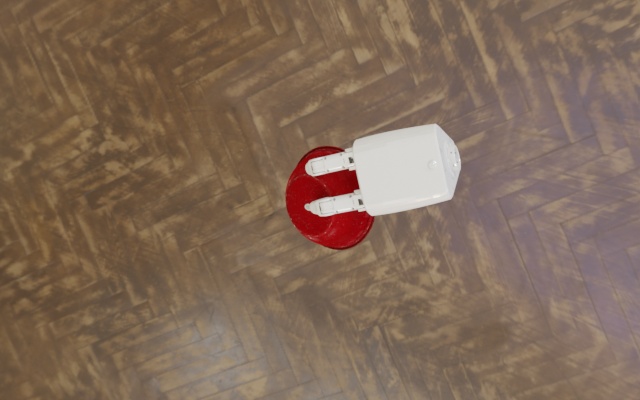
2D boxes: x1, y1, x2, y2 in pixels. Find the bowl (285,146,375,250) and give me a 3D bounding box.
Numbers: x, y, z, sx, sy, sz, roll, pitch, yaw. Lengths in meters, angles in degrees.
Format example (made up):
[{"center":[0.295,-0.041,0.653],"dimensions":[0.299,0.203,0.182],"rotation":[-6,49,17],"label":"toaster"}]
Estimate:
[{"center":[-0.001,0.003,0.707],"dimensions":[0.162,0.162,0.055],"rotation":[0,12,40],"label":"bowl"}]
